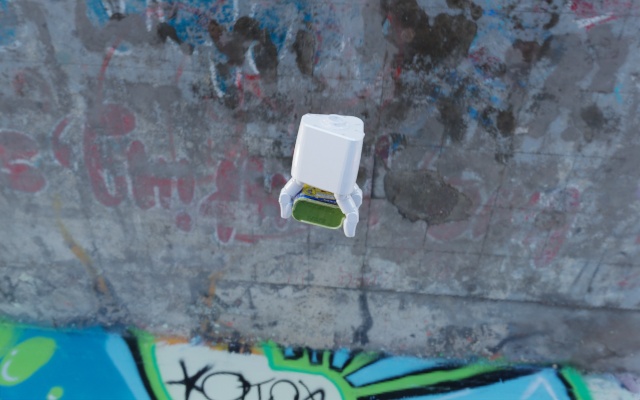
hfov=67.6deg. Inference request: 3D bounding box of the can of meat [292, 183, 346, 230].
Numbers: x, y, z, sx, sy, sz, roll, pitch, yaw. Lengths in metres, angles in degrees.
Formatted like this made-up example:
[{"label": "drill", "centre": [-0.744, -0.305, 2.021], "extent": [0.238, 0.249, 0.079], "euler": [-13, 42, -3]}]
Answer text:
[{"label": "can of meat", "centre": [0.000, 0.003, 0.884], "extent": [0.102, 0.057, 0.084], "euler": [13, 33, -3]}]
